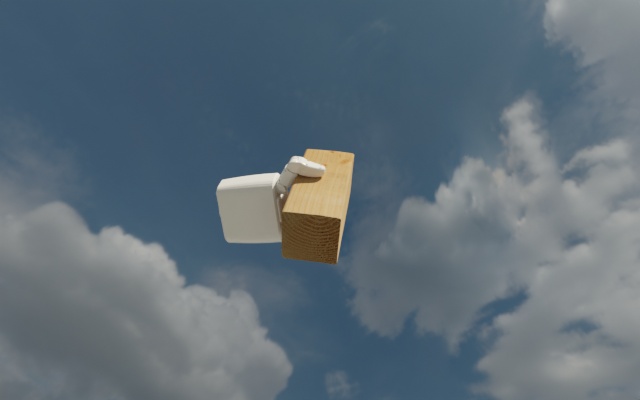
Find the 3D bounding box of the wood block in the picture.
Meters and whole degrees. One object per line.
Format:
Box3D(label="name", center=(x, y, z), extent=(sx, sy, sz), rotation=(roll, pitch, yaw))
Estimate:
Box3D(label="wood block", center=(0.000, 0.002, 0.800), extent=(0.090, 0.091, 0.206), rotation=(7, 34, 6))
